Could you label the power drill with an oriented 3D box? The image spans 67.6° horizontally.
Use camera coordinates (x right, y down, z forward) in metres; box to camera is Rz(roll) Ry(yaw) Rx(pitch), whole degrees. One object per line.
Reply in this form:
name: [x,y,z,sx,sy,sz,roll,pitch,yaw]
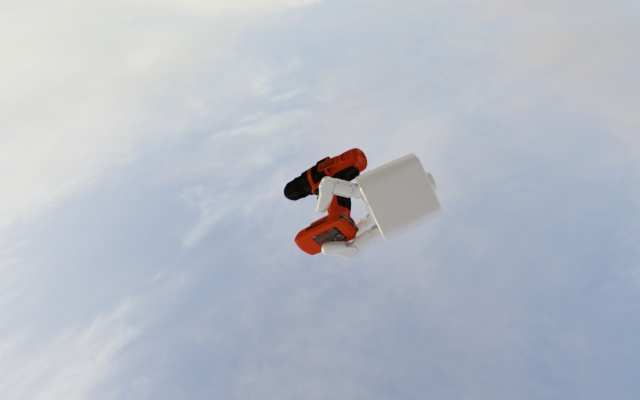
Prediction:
power drill: [0.000,0.003,0.858,0.184,0.187,0.057,-26,-50,29]
